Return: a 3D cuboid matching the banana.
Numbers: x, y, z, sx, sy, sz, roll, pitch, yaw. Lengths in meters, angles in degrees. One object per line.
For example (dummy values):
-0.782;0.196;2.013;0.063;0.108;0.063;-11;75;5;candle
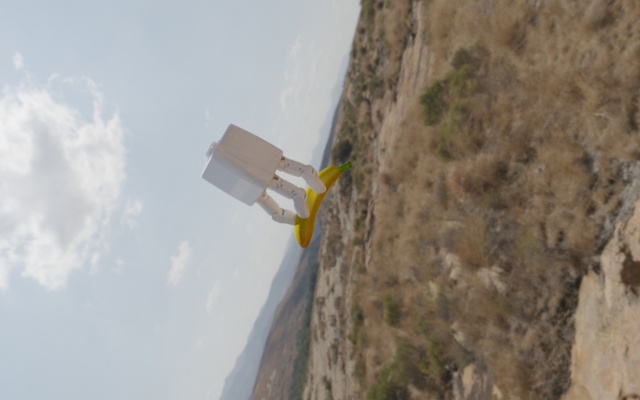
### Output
-0.009;0.003;0.884;0.037;0.197;0.069;40;-29;-24;banana
